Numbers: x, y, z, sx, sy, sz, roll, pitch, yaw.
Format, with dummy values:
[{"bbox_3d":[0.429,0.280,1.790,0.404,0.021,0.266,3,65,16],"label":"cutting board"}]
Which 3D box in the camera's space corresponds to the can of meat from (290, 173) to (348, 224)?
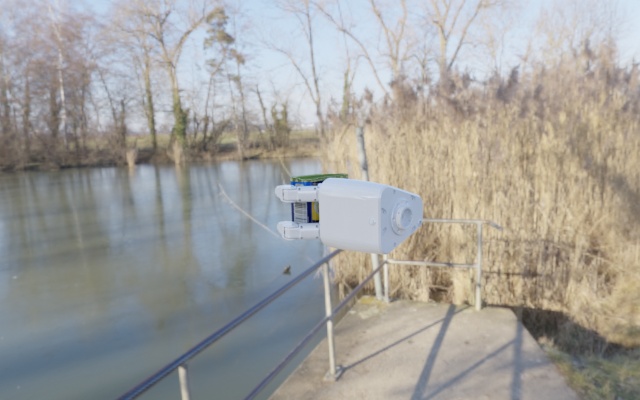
[{"bbox_3d":[0.000,0.002,0.744,0.102,0.084,0.057,-9,11,-43],"label":"can of meat"}]
